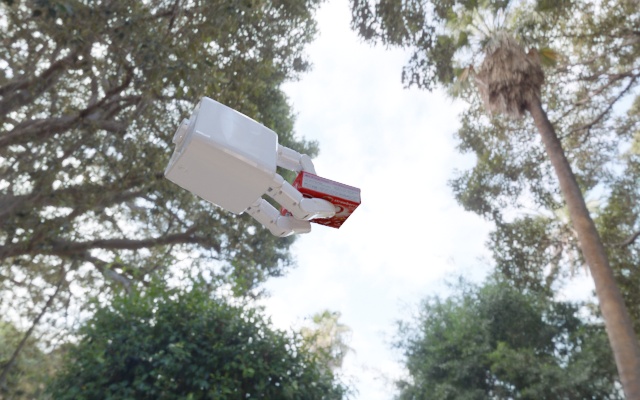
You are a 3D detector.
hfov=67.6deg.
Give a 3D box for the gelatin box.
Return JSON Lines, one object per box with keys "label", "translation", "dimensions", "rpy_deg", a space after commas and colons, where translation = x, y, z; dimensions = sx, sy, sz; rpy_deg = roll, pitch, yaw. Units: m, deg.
{"label": "gelatin box", "translation": [0.000, 0.002, 0.641], "dimensions": [0.089, 0.030, 0.073], "rpy_deg": [15, -36, -16]}
